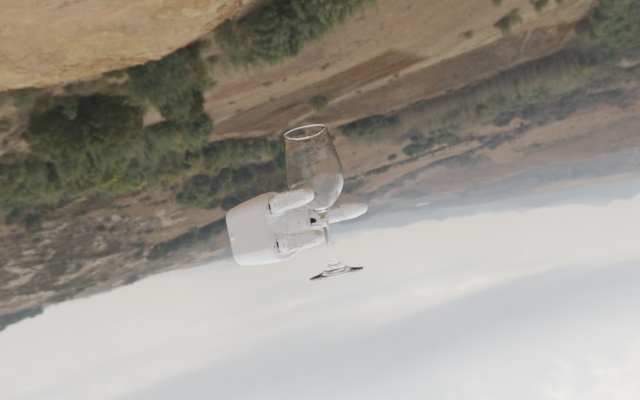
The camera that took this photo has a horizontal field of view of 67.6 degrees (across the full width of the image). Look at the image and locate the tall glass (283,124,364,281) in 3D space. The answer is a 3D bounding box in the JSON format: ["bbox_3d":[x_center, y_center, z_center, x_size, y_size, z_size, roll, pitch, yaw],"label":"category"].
[{"bbox_3d":[0.000,0.003,0.648,0.079,0.201,0.079,-12,-4,-1],"label":"tall glass"}]
